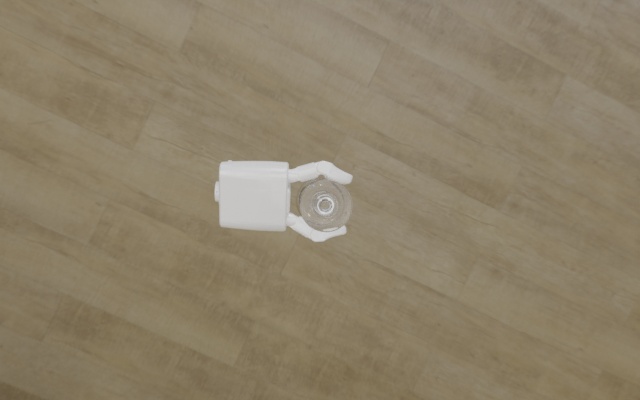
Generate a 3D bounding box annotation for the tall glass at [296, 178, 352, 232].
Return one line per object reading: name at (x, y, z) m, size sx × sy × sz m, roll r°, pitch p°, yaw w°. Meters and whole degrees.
tall glass at (0.000, 0.003, 0.767) m, size 0.079 × 0.079 × 0.201 m, roll 0°, pitch 3°, yaw -4°
